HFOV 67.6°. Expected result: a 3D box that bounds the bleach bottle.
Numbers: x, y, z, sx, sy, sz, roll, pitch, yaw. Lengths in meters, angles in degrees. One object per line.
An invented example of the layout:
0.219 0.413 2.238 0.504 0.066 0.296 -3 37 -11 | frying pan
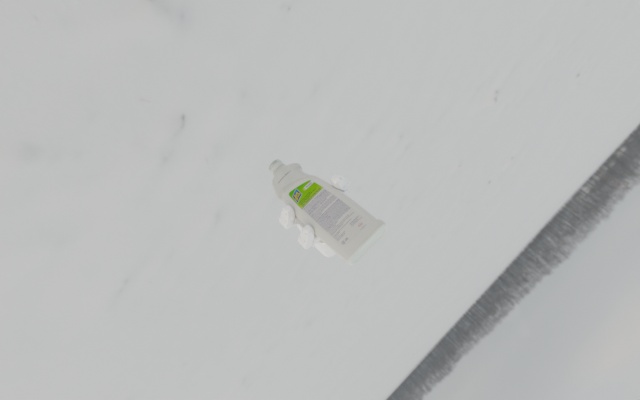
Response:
0.000 0.003 0.899 0.250 0.102 0.068 43 -10 21 | bleach bottle
